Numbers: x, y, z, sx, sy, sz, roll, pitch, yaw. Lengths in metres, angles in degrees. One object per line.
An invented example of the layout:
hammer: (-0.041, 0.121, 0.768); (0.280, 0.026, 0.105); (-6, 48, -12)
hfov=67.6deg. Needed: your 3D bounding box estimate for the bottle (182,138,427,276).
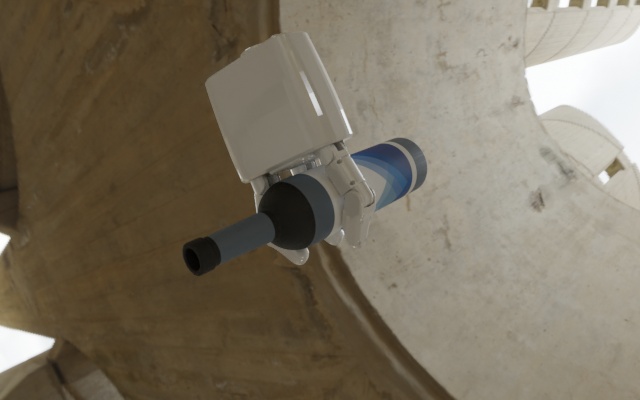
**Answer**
bottle: (0.000, 0.002, 0.462); (0.069, 0.069, 0.295); (0, 17, 44)
